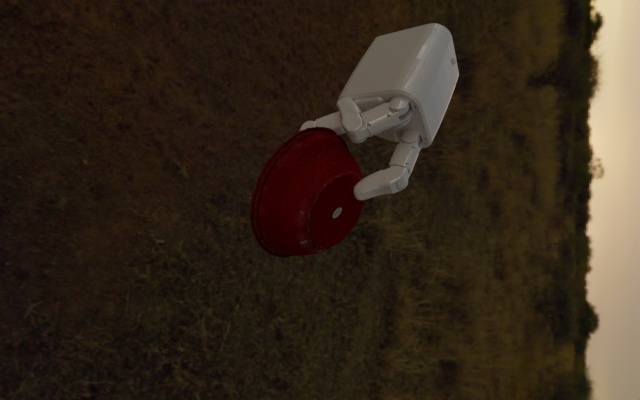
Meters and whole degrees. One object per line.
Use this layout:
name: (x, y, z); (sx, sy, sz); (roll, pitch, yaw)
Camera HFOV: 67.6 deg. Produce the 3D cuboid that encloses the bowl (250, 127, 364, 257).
bowl: (0.000, 0.003, 0.540); (0.055, 0.162, 0.162); (28, 17, 37)
